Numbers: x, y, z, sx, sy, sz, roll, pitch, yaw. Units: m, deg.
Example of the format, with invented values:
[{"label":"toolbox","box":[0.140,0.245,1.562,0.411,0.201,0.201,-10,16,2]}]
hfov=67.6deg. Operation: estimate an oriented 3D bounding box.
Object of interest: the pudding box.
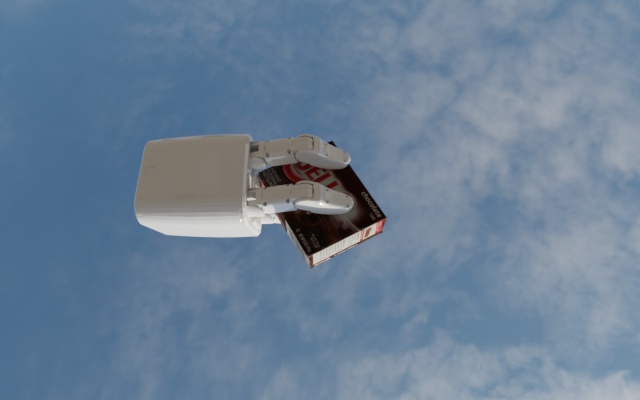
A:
[{"label":"pudding box","box":[0.000,0.002,0.494,0.090,0.113,0.039,-26,-25,-14]}]
